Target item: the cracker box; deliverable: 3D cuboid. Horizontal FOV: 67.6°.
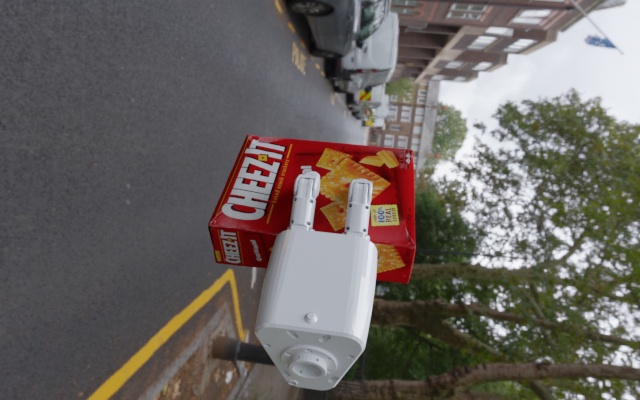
[{"bbox_3d":[0.000,0.002,0.552,0.213,0.072,0.164,6,44,5],"label":"cracker box"}]
